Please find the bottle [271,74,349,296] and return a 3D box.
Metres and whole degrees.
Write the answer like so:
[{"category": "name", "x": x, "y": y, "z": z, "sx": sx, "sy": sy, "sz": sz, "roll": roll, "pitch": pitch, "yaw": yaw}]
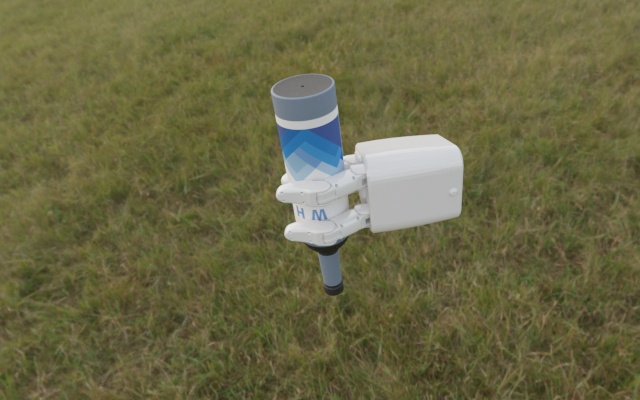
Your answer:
[{"category": "bottle", "x": 0.000, "y": 0.002, "z": 0.573, "sx": 0.069, "sy": 0.296, "sz": 0.069, "roll": -6, "pitch": 35, "yaw": 4}]
